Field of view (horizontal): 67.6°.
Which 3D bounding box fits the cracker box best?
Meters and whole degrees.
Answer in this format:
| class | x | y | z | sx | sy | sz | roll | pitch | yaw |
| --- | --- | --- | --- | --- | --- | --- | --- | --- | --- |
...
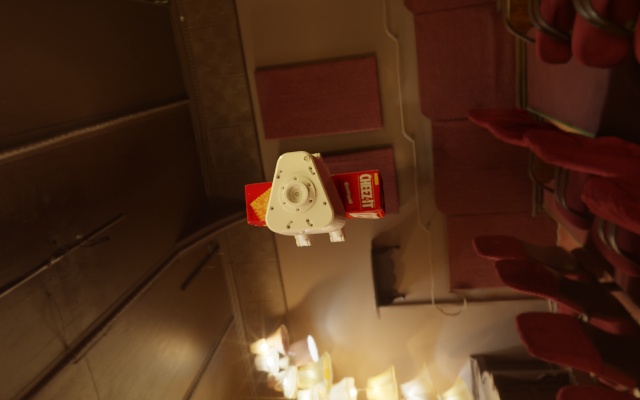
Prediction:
| class | x | y | z | sx | sy | sz | roll | pitch | yaw |
| --- | --- | --- | --- | --- | --- | --- | --- | --- | --- |
| cracker box | 0.000 | 0.002 | 0.811 | 0.214 | 0.072 | 0.164 | -5 | -5 | 9 |
